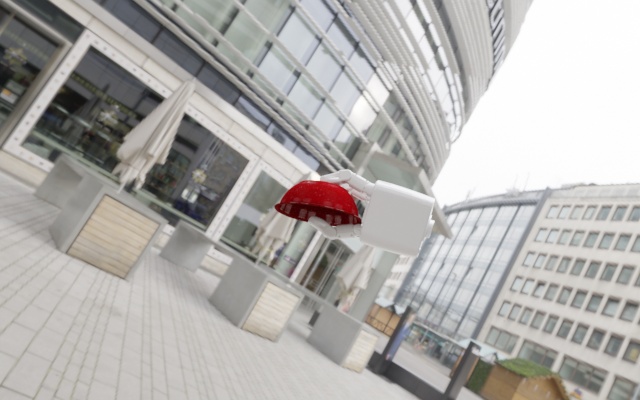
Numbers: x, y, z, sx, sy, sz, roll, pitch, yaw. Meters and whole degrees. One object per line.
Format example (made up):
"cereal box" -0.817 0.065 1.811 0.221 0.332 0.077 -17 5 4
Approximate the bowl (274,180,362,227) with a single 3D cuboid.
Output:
"bowl" -0.001 0.002 0.868 0.162 0.055 0.162 9 -14 2
